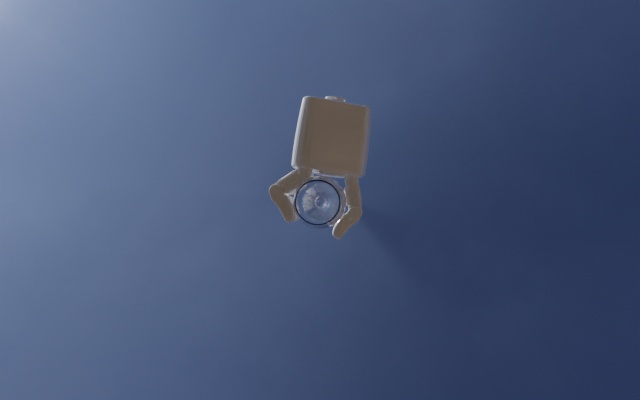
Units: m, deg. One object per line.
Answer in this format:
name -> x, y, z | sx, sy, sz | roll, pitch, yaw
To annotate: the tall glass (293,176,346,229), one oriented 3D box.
tall glass -> 0.000, 0.003, 0.738 | 0.079, 0.079, 0.201 | 0, 0, 2
